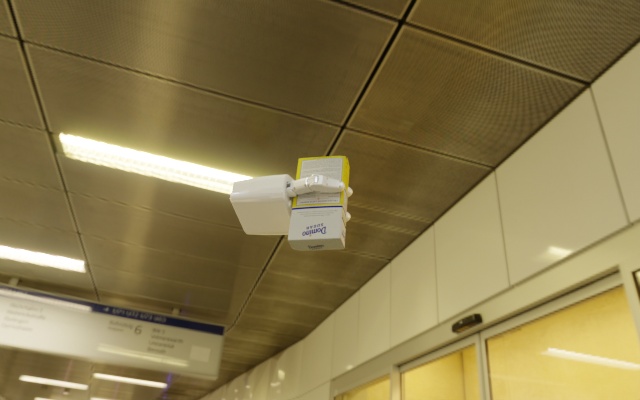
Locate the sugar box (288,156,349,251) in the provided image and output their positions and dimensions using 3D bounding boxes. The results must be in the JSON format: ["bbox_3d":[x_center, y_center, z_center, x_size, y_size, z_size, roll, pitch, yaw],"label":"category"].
[{"bbox_3d":[0.000,0.003,0.846,0.093,0.176,0.048,-3,-32,13],"label":"sugar box"}]
